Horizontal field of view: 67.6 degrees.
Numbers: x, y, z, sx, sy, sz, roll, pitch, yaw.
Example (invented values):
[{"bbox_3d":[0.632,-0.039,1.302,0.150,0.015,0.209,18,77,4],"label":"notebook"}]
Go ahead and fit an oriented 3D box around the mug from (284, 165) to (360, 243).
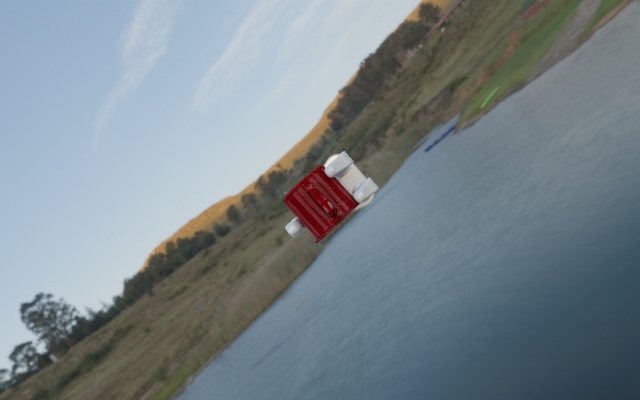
[{"bbox_3d":[0.000,0.002,0.694,0.093,0.081,0.117,-43,-2,0],"label":"mug"}]
